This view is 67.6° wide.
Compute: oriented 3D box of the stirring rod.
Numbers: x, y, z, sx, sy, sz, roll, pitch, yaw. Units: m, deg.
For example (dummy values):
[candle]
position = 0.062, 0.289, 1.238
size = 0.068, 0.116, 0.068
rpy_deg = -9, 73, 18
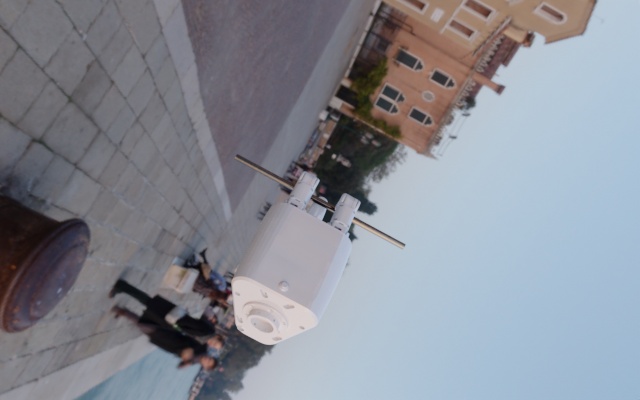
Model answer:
[stirring rod]
position = 0.000, 0.002, 0.602
size = 0.239, 0.011, 0.011
rpy_deg = 28, -1, -2
